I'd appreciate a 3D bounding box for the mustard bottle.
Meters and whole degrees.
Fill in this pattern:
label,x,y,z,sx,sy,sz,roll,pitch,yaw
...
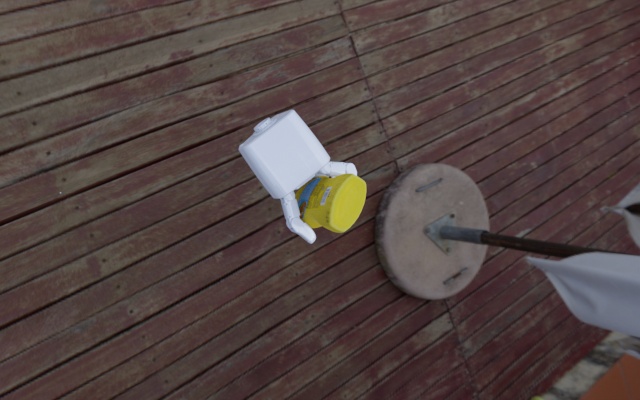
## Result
label,x,y,z,sx,sy,sz,roll,pitch,yaw
mustard bottle,0.000,0.003,0.838,0.058,0.096,0.191,28,-12,-26
